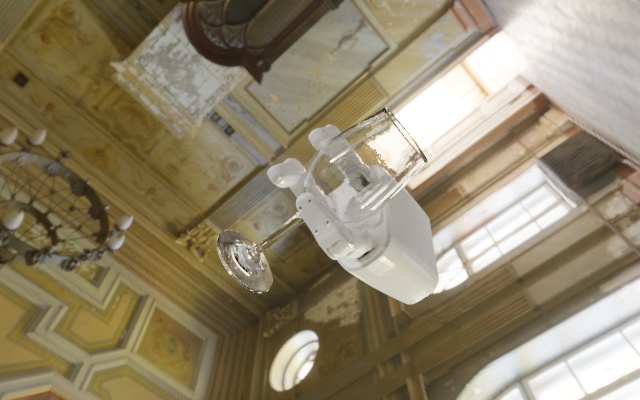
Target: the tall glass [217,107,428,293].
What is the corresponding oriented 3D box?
[{"bbox_3d":[-0.001,0.002,0.442,0.201,0.079,0.079,-38,-14,18],"label":"tall glass"}]
